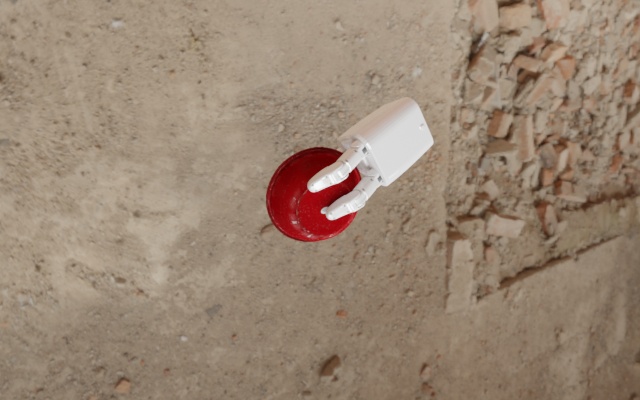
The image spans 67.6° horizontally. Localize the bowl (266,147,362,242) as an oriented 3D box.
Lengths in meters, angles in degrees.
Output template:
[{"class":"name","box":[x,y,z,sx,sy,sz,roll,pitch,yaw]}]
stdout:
[{"class":"bowl","box":[-0.001,0.004,0.735,0.162,0.162,0.055,0,22,-19]}]
